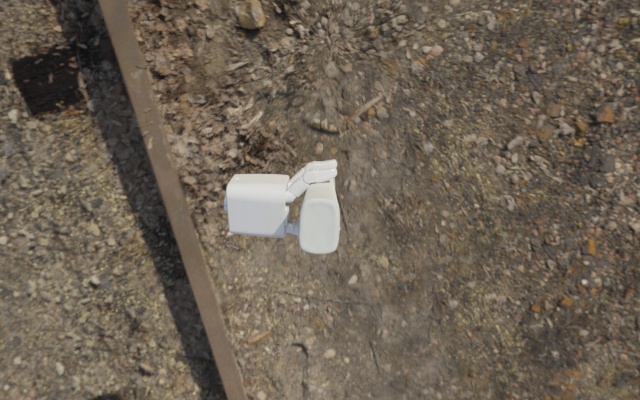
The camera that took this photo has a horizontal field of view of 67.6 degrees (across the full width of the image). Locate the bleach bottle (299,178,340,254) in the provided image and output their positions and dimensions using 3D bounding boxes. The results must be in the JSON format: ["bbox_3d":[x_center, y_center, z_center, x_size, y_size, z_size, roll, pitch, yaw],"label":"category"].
[{"bbox_3d":[0.000,0.003,0.896,0.068,0.102,0.250,3,18,0],"label":"bleach bottle"}]
